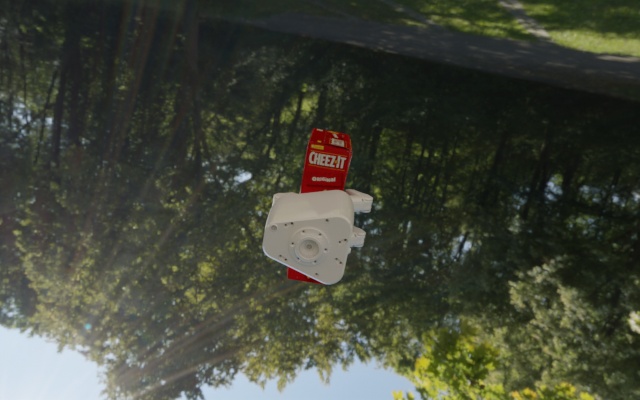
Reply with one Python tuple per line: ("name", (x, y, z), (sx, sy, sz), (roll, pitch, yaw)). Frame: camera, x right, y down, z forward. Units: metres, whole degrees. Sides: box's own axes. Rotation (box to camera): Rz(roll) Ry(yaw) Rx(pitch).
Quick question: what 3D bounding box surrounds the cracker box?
("cracker box", (0.000, 0.003, 0.770), (0.072, 0.214, 0.164), (10, 16, -1))
